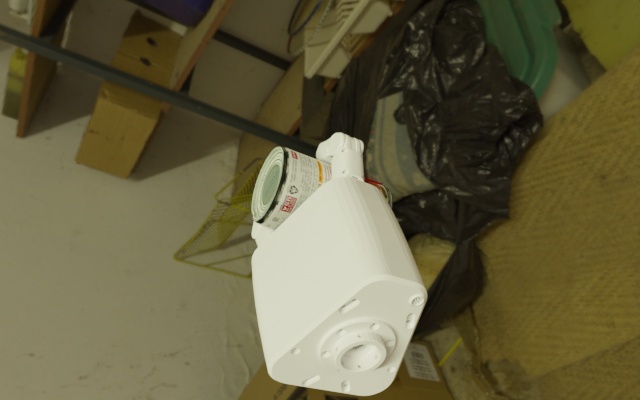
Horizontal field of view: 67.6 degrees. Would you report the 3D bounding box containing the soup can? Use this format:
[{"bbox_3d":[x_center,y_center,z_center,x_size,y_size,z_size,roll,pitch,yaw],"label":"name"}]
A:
[{"bbox_3d":[0.000,0.001,0.410,0.102,0.068,0.068,19,-7,-23],"label":"soup can"}]
